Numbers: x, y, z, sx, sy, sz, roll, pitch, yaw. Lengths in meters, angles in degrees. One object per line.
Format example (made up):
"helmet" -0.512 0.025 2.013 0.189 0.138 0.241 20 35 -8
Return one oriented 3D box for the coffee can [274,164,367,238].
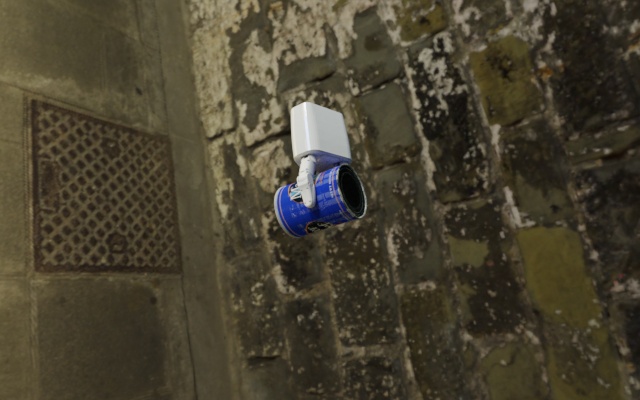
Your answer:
"coffee can" 0.000 0.003 0.884 0.140 0.103 0.103 -19 -9 28
